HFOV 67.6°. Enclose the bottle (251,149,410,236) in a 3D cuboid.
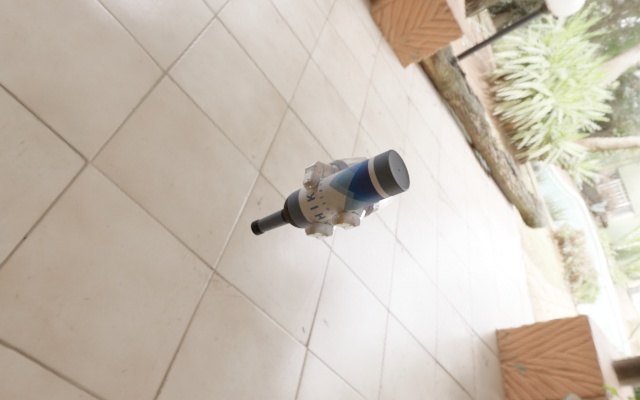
[{"bbox_3d":[0.000,0.002,0.779,0.296,0.069,0.069,-22,-12,31],"label":"bottle"}]
